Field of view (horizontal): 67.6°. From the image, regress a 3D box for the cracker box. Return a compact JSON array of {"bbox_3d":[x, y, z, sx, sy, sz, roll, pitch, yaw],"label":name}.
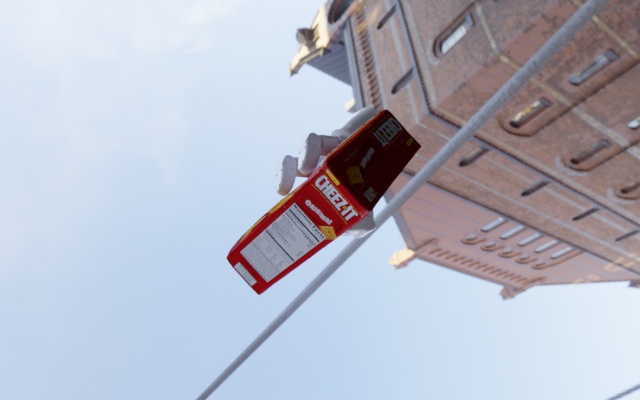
[{"bbox_3d":[0.000,0.002,0.567,0.214,0.072,0.164,-41,3,40],"label":"cracker box"}]
